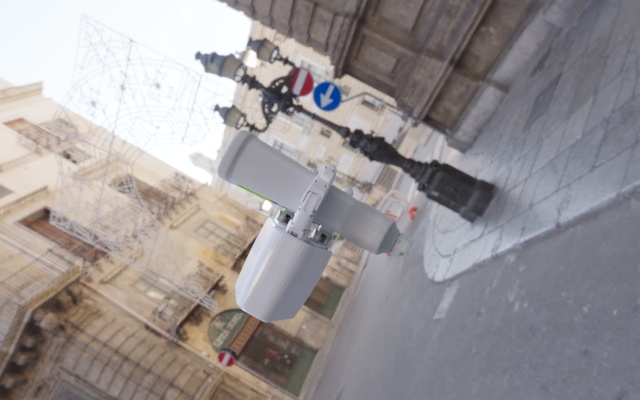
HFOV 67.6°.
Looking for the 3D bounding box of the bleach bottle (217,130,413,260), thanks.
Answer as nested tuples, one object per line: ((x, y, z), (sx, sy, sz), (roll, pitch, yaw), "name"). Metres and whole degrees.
((0.000, 0.002, 0.602), (0.251, 0.068, 0.102), (29, -1, 4), "bleach bottle")
